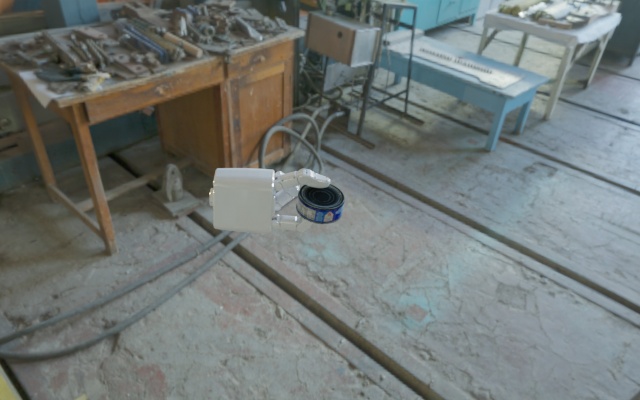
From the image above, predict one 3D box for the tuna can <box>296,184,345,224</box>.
[{"bbox_3d":[0.000,0.002,0.859,0.086,0.034,0.086,7,36,-5],"label":"tuna can"}]
